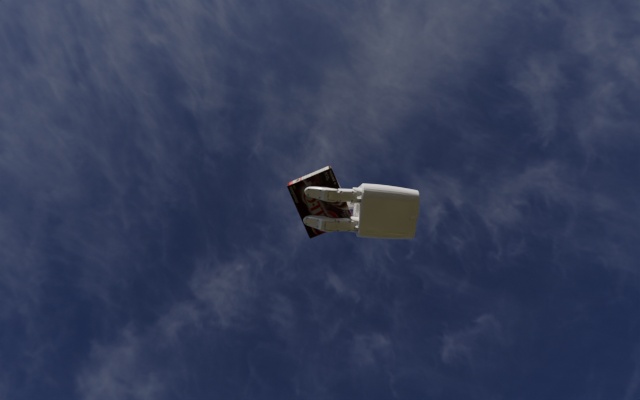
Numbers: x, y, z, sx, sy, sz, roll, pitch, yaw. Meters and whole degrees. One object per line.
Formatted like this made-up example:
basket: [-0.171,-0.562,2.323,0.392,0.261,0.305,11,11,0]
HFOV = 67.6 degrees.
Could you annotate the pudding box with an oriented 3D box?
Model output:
pudding box: [0.000,0.003,0.889,0.090,0.113,0.039,-23,11,4]
